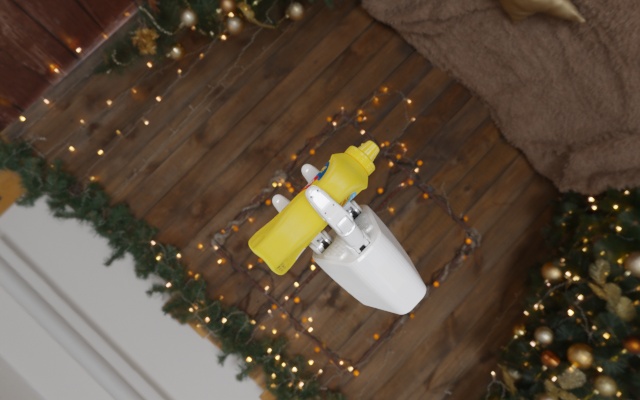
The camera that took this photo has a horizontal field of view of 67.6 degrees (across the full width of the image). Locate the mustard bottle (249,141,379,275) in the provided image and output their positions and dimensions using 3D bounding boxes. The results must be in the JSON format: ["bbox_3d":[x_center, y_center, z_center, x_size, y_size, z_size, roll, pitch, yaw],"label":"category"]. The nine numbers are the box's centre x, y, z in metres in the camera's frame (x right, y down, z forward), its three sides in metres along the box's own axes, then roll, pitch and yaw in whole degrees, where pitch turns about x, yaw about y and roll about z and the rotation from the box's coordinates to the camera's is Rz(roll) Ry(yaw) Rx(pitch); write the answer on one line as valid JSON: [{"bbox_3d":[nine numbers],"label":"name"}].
[{"bbox_3d":[0.000,0.002,0.571,0.058,0.191,0.096,44,-6,2],"label":"mustard bottle"}]
